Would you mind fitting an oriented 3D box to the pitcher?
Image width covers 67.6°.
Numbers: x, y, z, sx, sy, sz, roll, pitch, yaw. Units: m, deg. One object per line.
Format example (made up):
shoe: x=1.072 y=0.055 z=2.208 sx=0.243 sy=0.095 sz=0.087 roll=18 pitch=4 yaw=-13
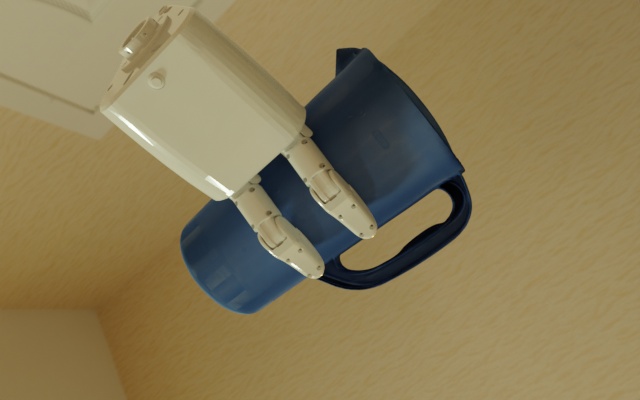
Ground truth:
pitcher: x=0.000 y=0.001 z=0.425 sx=0.145 sy=0.243 sz=0.149 roll=40 pitch=17 yaw=-36
